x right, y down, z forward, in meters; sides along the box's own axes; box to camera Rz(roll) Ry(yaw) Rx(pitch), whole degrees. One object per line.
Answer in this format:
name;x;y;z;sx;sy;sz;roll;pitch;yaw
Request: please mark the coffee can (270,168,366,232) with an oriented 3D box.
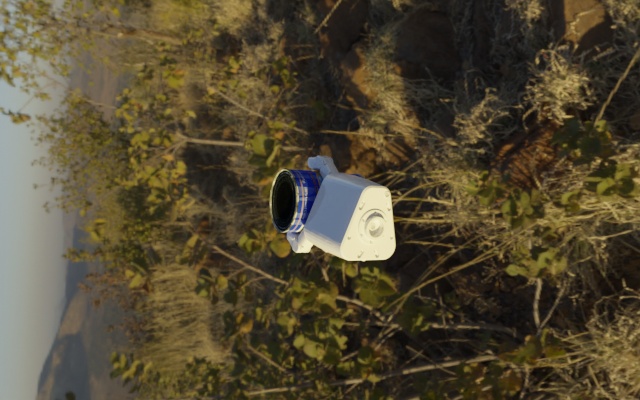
coffee can;0.000;0.002;0.791;0.140;0.103;0.103;2;-1;-29
